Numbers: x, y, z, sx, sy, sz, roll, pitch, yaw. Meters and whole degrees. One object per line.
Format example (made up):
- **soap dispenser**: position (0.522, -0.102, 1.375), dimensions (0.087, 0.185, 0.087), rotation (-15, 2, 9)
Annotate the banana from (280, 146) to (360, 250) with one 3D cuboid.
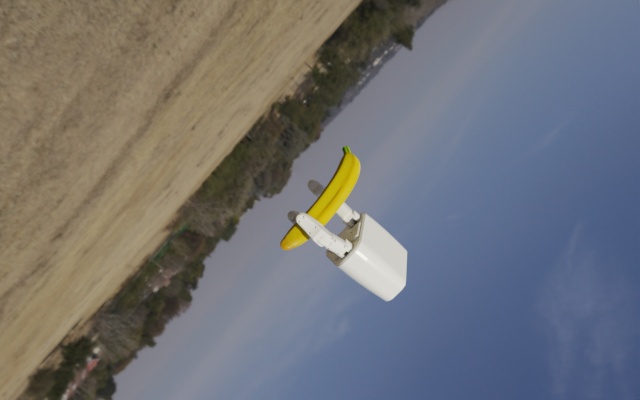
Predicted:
- **banana**: position (0.008, 0.001, 0.742), dimensions (0.037, 0.198, 0.069), rotation (38, -10, -18)
